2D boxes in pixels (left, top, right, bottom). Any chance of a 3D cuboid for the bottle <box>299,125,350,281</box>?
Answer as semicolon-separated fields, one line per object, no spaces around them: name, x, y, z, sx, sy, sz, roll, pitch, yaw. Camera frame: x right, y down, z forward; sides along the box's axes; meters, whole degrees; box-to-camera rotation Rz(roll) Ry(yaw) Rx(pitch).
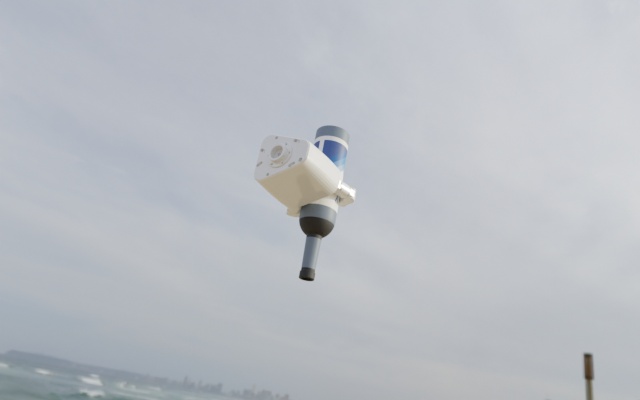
bottle;0.000;0.003;0.880;0.069;0.295;0.069;9;-24;4
